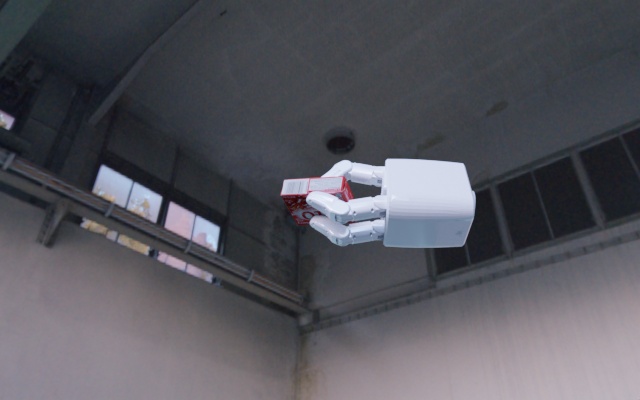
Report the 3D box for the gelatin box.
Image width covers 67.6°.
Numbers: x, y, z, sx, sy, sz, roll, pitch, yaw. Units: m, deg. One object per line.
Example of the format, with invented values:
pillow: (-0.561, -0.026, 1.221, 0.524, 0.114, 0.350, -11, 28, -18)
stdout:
gelatin box: (0.000, 0.002, 0.649, 0.089, 0.030, 0.073, -3, -36, 18)
